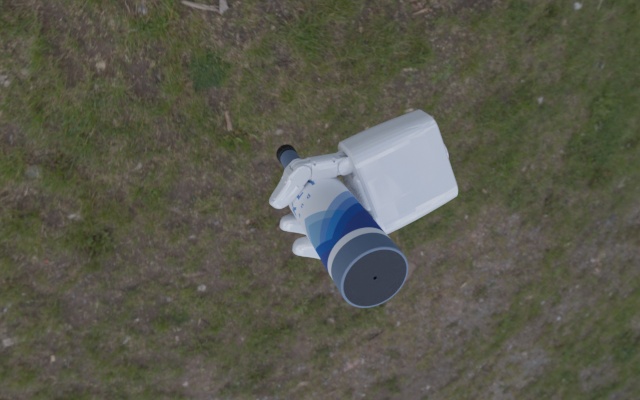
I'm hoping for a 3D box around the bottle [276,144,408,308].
[{"bbox_3d":[0.000,0.002,0.545,0.069,0.069,0.295,0,27,-22],"label":"bottle"}]
